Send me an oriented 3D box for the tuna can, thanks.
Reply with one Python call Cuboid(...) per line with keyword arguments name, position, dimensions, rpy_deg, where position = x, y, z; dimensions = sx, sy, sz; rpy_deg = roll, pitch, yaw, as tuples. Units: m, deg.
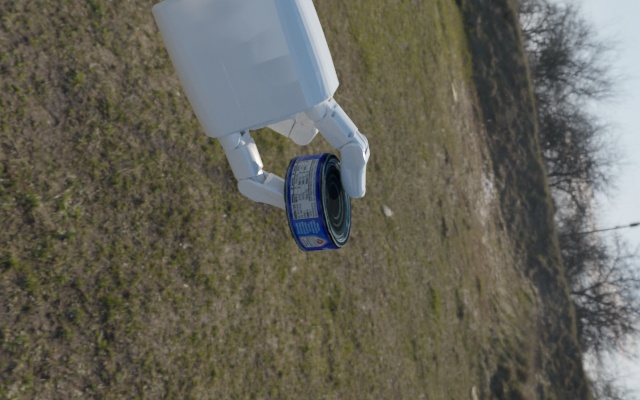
Cuboid(name="tuna can", position=(0.001, 0.001, 0.420), dimensions=(0.034, 0.086, 0.086), rpy_deg=(-6, -2, 19))
